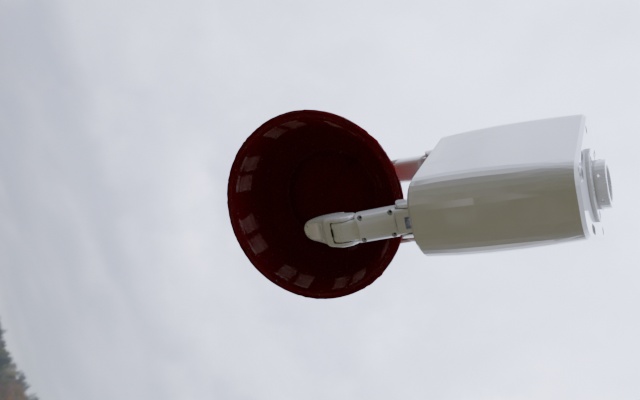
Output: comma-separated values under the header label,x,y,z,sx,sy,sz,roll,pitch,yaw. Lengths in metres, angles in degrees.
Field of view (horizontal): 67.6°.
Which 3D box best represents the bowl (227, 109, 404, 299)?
label,x,y,z,sx,sy,sz,roll,pitch,yaw
bowl,-0.001,0.001,0.422,0.162,0.162,0.055,0,11,22
